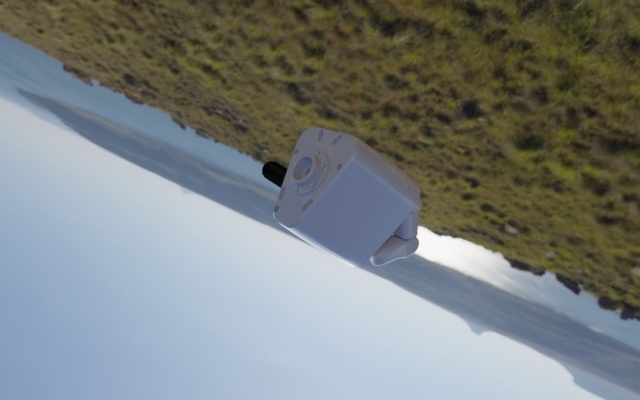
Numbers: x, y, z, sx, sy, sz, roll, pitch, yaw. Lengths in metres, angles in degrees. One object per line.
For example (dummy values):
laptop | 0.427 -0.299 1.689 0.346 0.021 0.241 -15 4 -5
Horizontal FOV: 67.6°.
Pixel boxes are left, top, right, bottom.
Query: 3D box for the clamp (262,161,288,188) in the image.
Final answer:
clamp | 0.000 0.003 0.598 0.171 0.039 0.120 19 -13 49
